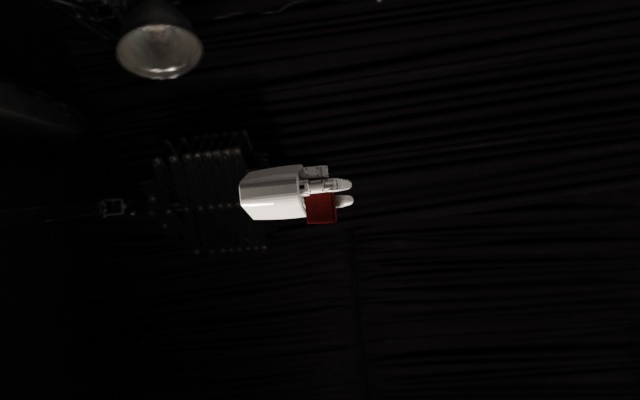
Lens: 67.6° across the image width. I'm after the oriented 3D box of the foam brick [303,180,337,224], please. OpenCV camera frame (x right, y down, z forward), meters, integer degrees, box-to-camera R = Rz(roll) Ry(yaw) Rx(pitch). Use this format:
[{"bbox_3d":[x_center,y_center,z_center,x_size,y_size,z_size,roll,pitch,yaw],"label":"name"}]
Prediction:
[{"bbox_3d":[0.000,0.003,0.860,0.051,0.078,0.053,-6,-2,5],"label":"foam brick"}]
